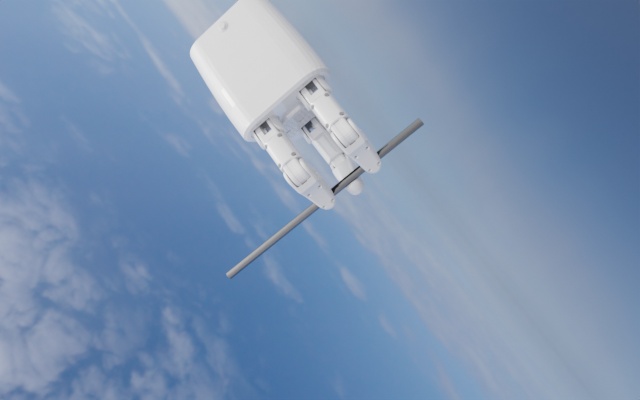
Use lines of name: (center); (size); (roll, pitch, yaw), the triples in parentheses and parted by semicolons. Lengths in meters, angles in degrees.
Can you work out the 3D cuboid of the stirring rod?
stirring rod: (0.000, 0.001, 0.458); (0.239, 0.011, 0.011); (-39, -9, 11)
